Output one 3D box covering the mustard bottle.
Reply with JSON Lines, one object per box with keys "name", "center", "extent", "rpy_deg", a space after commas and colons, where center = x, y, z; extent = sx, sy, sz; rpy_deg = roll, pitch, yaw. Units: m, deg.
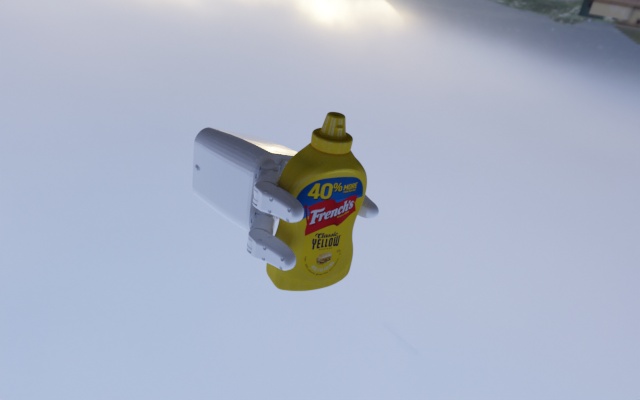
{"name": "mustard bottle", "center": [0.000, 0.002, 0.499], "extent": [0.096, 0.192, 0.058], "rpy_deg": [-5, 30, -27]}
